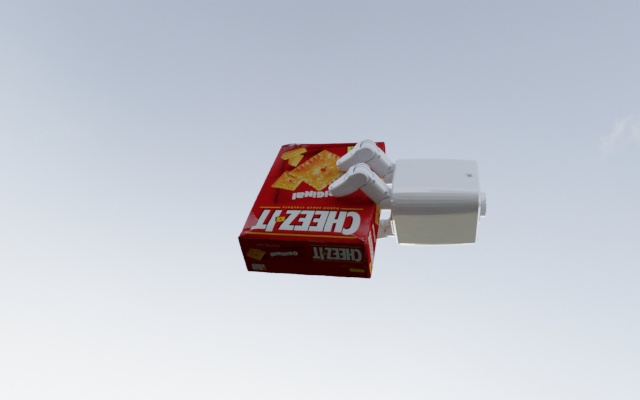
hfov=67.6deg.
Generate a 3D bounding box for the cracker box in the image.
[{"bbox_3d":[0.000,0.002,0.658,0.164,0.072,0.213,1,39,15],"label":"cracker box"}]
